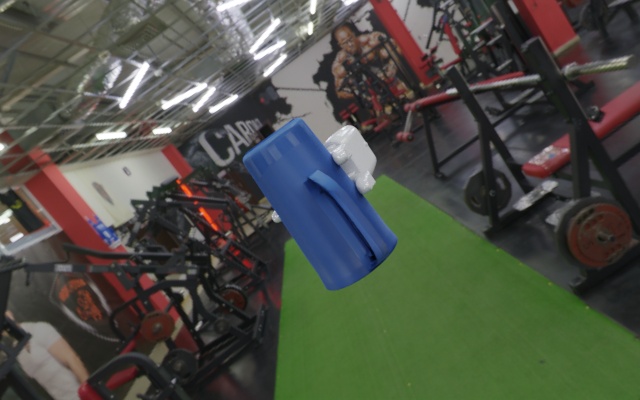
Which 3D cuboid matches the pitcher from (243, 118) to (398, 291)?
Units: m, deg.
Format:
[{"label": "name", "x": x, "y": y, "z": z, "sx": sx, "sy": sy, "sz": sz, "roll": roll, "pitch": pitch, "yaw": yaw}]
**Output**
[{"label": "pitcher", "x": 0.000, "y": 0.002, "z": 0.703, "sx": 0.149, "sy": 0.243, "sz": 0.145, "roll": -31, "pitch": 11, "yaw": 28}]
